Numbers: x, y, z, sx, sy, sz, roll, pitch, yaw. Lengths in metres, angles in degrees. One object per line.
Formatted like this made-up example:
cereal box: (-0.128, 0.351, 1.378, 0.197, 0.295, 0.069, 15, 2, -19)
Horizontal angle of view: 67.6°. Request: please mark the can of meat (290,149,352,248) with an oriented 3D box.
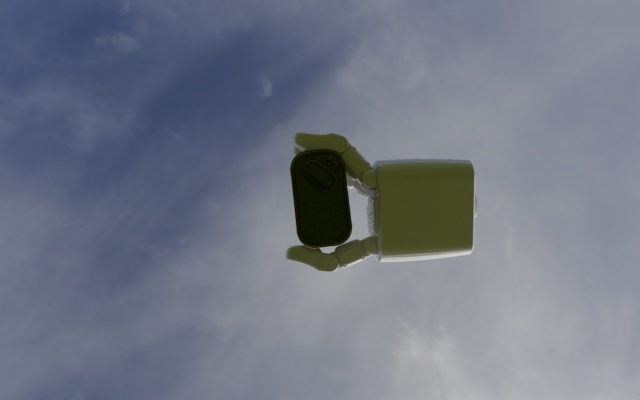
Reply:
can of meat: (0.000, 0.002, 0.530, 0.057, 0.102, 0.084, -6, -6, -1)
